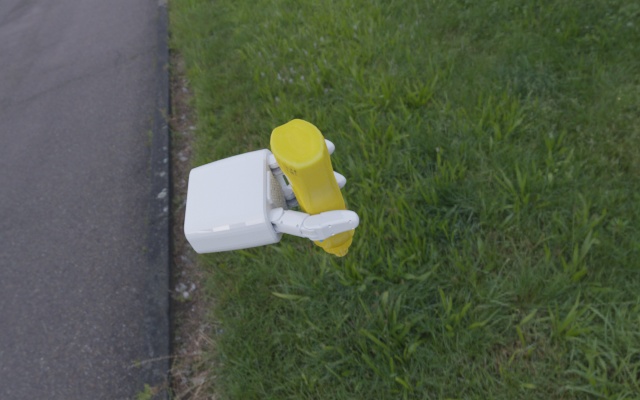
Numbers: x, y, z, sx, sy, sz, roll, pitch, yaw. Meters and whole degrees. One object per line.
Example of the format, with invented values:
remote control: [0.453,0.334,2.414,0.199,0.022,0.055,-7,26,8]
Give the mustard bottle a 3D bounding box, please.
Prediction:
mustard bottle: [0.000,0.002,0.578,0.058,0.192,0.096,-27,41,-6]
